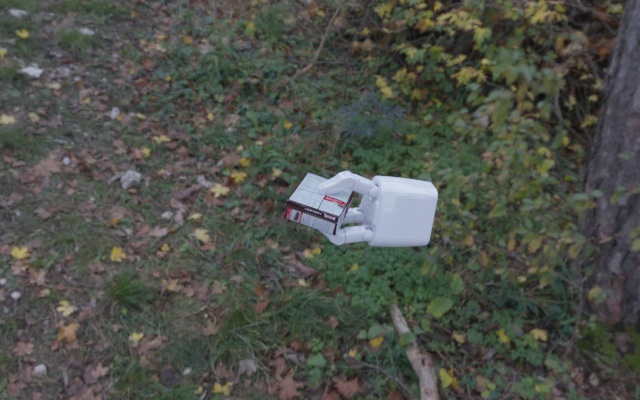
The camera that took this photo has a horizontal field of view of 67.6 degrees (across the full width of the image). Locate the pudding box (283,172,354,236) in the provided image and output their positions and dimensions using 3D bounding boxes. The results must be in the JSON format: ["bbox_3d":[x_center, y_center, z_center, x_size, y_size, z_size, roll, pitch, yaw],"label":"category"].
[{"bbox_3d":[0.000,0.002,0.785,0.090,0.039,0.113,18,29,8],"label":"pudding box"}]
